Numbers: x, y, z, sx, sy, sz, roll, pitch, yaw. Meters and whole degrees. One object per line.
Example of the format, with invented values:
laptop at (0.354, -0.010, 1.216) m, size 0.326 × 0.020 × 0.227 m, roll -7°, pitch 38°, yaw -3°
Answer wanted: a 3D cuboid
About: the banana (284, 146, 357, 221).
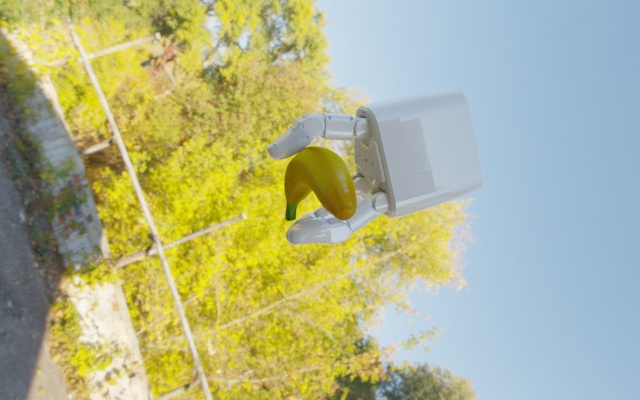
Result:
banana at (-0.004, -0.017, 0.440) m, size 0.037 × 0.069 × 0.198 m, roll -10°, pitch 0°, yaw -14°
